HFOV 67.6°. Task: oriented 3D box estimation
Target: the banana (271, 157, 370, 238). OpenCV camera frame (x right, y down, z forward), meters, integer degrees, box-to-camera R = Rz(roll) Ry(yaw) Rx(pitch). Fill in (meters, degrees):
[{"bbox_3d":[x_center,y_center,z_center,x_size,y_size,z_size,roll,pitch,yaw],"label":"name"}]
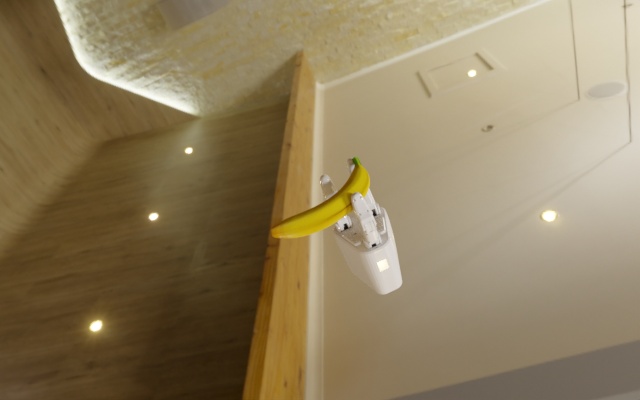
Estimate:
[{"bbox_3d":[0.014,0.006,0.743,0.197,0.037,0.069,-40,40,-23],"label":"banana"}]
